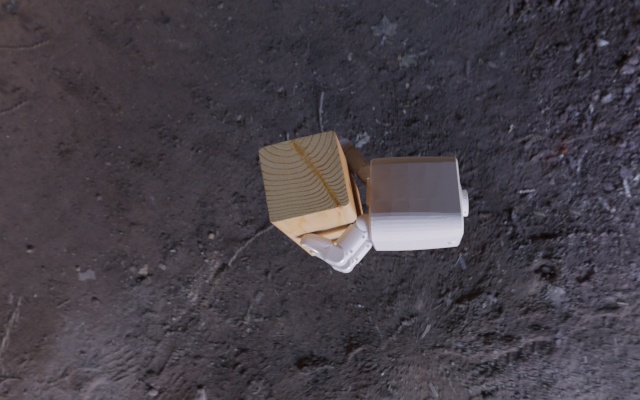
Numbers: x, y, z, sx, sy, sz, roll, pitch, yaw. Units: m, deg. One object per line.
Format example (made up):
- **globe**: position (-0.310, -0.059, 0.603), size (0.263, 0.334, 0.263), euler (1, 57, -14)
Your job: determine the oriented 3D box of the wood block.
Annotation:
- **wood block**: position (0.000, 0.002, 0.608), size (0.090, 0.090, 0.206), euler (-13, -19, 7)
